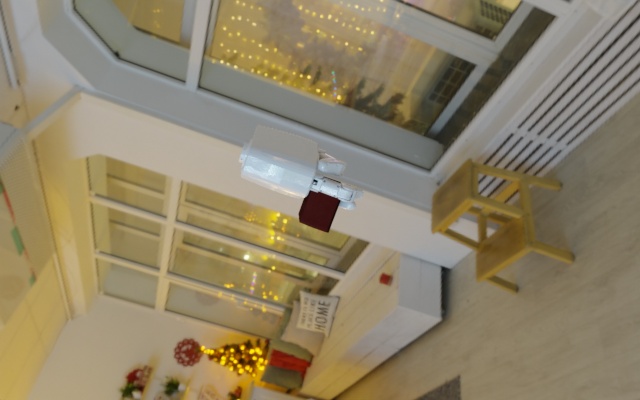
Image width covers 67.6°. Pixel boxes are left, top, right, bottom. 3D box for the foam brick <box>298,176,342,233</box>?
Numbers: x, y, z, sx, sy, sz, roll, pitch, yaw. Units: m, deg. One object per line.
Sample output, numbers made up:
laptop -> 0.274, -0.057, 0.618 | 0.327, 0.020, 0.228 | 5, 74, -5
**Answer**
foam brick -> 0.000, 0.003, 0.775 | 0.051, 0.078, 0.053 | 18, 13, -10
